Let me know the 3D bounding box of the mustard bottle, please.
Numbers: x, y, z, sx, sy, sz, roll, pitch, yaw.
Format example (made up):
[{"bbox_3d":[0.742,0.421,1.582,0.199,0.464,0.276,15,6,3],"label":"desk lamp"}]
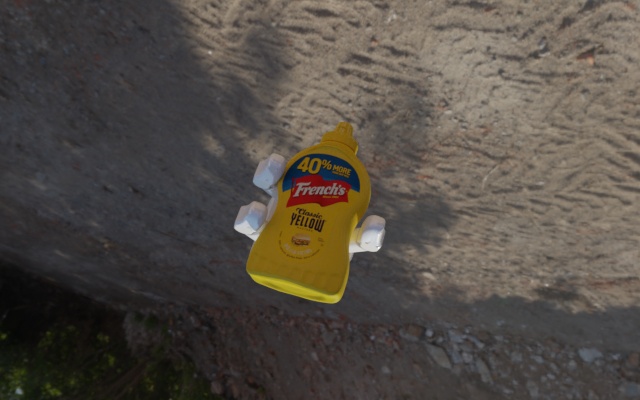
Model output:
[{"bbox_3d":[0.000,0.002,0.492,0.096,0.191,0.058,13,-23,14],"label":"mustard bottle"}]
